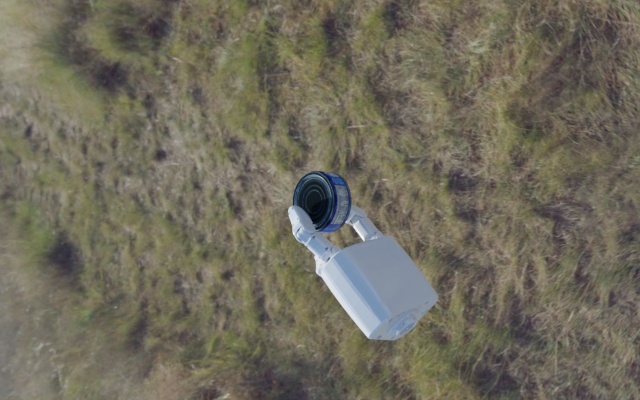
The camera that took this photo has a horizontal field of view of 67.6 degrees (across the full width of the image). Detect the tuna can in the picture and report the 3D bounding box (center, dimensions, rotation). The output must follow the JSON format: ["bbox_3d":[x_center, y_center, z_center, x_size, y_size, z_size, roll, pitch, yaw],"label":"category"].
[{"bbox_3d":[0.000,0.002,0.658,0.034,0.086,0.086,4,-3,-44],"label":"tuna can"}]
